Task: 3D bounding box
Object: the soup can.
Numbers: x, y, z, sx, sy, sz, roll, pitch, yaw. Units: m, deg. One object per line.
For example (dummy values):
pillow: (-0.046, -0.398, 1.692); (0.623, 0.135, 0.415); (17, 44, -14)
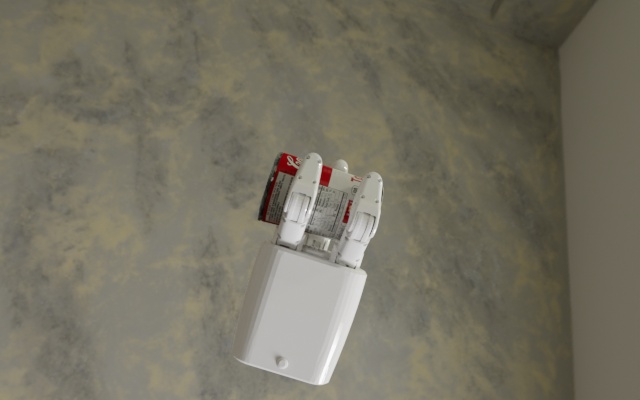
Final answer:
soup can: (0.000, 0.001, 0.447); (0.102, 0.068, 0.068); (18, -1, -2)
